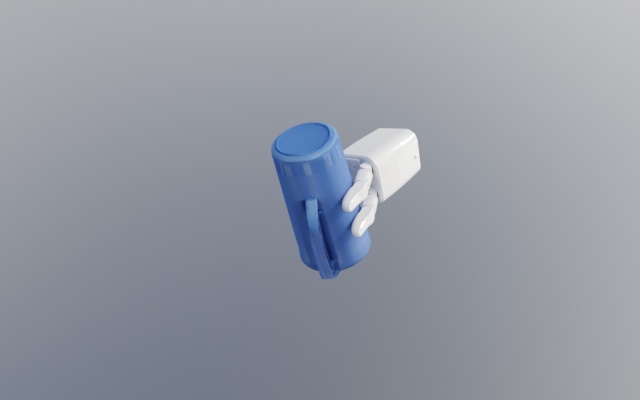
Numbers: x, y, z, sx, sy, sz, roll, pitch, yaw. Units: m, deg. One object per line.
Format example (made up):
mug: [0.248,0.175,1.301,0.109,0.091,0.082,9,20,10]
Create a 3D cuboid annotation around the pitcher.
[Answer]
pitcher: [0.000,0.002,0.797,0.145,0.243,0.149,-35,41,-22]
